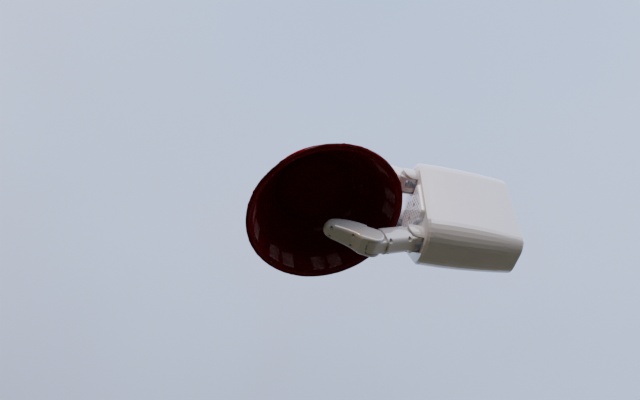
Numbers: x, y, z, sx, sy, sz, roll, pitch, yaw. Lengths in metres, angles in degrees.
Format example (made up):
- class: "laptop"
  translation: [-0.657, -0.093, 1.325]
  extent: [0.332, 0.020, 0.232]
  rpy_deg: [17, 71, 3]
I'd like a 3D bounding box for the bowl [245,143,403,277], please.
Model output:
- class: "bowl"
  translation: [-0.001, 0.001, 0.495]
  extent: [0.162, 0.162, 0.055]
  rpy_deg: [0, 34, -17]
